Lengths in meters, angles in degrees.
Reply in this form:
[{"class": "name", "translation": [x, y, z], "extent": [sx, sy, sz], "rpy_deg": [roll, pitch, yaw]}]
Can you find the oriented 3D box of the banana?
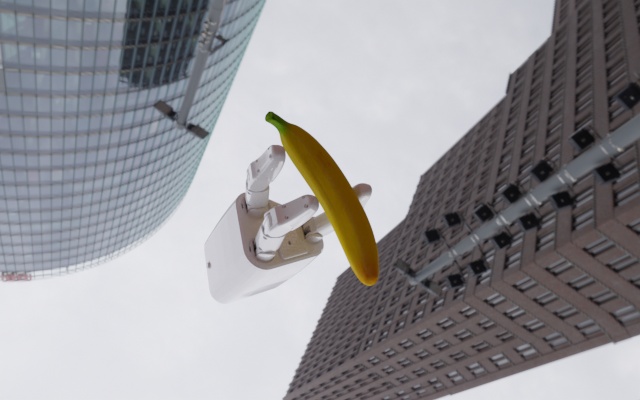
[{"class": "banana", "translation": [0.008, -0.004, 0.488], "extent": [0.037, 0.197, 0.069], "rpy_deg": [-40, -13, 31]}]
